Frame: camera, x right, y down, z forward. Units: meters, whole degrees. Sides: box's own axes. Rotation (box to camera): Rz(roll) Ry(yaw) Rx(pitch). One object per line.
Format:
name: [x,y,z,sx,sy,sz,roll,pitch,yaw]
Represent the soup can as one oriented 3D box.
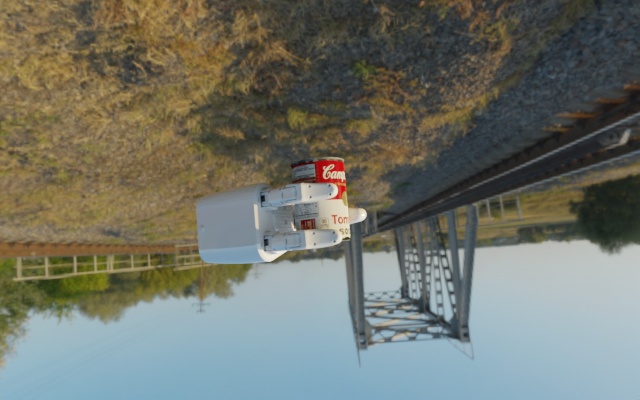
soup can: [0.001,0.002,0.600,0.068,0.102,0.068,-5,-5,0]
